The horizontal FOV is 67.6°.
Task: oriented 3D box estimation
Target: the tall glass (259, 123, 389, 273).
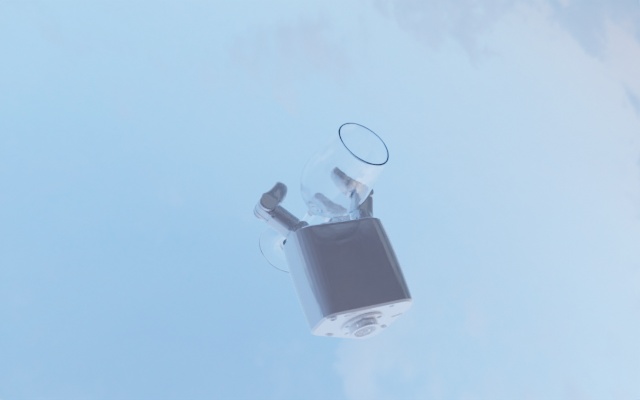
[{"bbox_3d":[0.000,0.002,0.561,0.079,0.079,0.201,0,-39,-36],"label":"tall glass"}]
